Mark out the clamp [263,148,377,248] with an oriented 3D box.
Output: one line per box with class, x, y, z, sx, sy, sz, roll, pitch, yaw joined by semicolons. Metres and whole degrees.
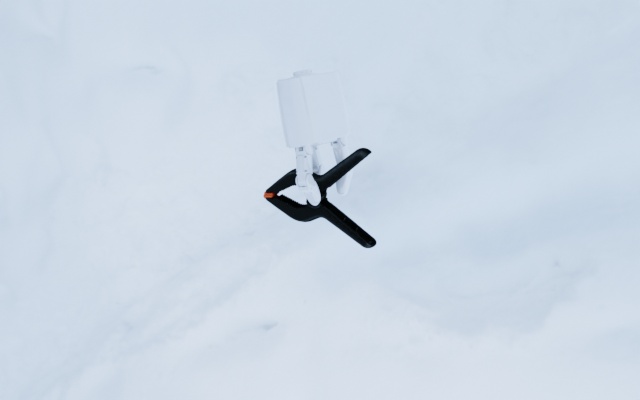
clamp;-0.001;0.003;0.800;0.210;0.164;0.036;-4;14;30
